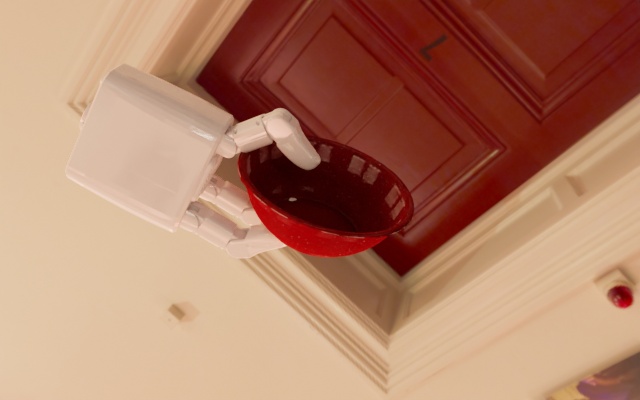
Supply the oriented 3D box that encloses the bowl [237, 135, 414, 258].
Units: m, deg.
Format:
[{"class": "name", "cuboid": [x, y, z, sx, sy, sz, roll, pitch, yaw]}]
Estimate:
[{"class": "bowl", "cuboid": [0.001, 0.002, 0.435, 0.162, 0.055, 0.162, 13, 31, -8]}]
